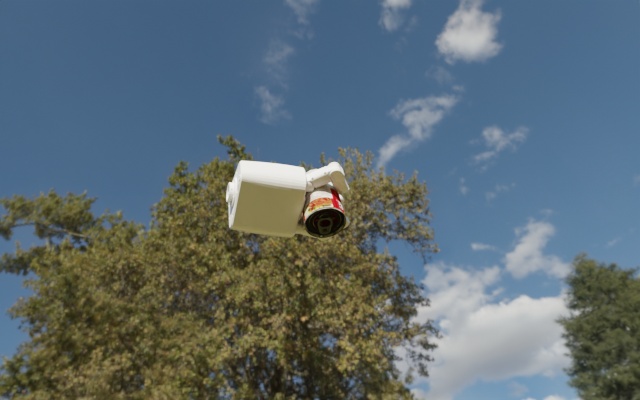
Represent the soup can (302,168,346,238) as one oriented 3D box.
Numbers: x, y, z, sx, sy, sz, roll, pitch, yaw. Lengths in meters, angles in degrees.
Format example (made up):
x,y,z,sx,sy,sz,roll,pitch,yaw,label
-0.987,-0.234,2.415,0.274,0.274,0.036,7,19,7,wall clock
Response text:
x,y,z,sx,sy,sz,roll,pitch,yaw,label
0.001,0.002,0.794,0.068,0.069,0.102,0,43,-12,soup can
